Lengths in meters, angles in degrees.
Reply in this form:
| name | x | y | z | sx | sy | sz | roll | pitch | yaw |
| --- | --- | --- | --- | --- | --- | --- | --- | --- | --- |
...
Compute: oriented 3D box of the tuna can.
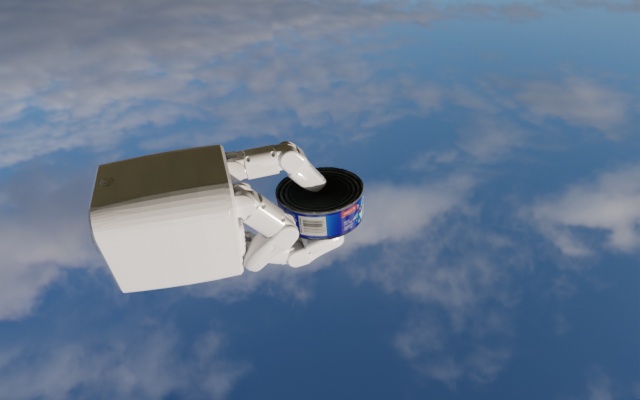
| name | x | y | z | sx | sy | sz | roll | pitch | yaw |
| --- | --- | --- | --- | --- | --- | --- | --- | --- | --- |
| tuna can | 0.000 | 0.002 | 0.470 | 0.086 | 0.034 | 0.086 | -3 | 32 | 2 |
